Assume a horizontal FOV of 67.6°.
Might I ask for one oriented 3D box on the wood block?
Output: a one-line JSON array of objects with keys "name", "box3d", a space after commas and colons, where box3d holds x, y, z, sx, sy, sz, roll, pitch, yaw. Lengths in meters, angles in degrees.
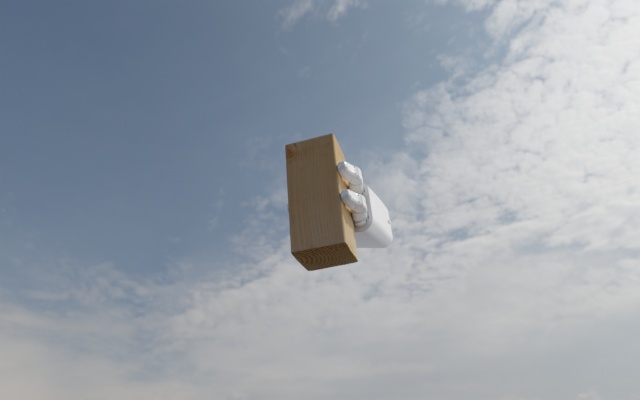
[{"name": "wood block", "box3d": [0.000, 0.003, 0.811, 0.091, 0.206, 0.090, -13, -30, 13]}]
